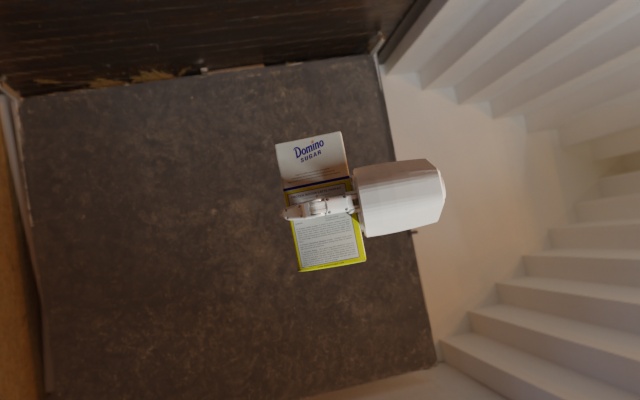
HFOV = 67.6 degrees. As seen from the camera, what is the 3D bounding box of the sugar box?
[{"bbox_3d":[0.000,0.002,0.648,0.093,0.176,0.048,-10,-3,4],"label":"sugar box"}]
